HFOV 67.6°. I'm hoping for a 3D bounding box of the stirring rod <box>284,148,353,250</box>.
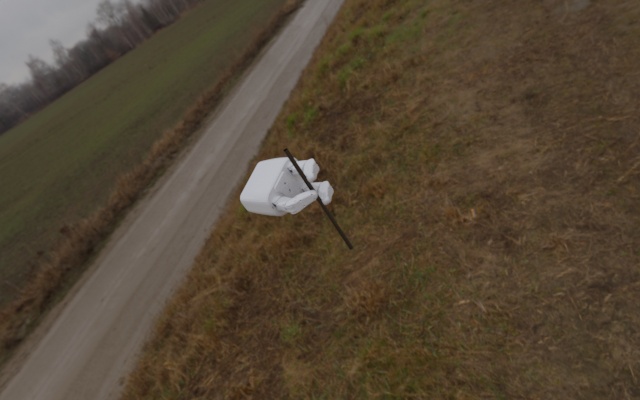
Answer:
[{"bbox_3d":[0.000,0.003,0.868,0.011,0.240,0.011,-26,28,15],"label":"stirring rod"}]
